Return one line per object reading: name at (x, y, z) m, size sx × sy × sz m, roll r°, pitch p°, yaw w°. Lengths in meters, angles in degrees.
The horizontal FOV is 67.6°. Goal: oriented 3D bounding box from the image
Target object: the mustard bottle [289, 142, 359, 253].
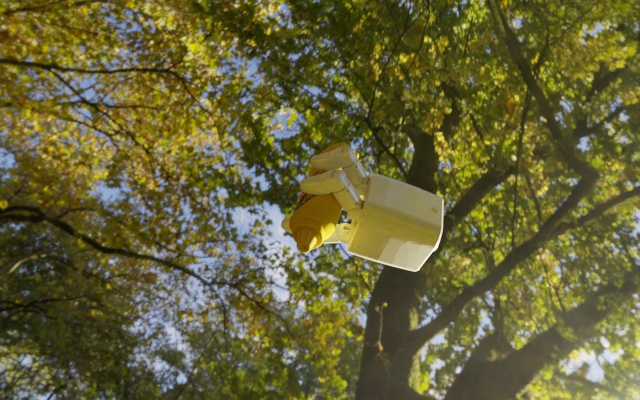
mustard bottle at (0.000, 0.002, 0.663) m, size 0.058 × 0.191 × 0.096 m, roll 37°, pitch -52°, yaw -14°
